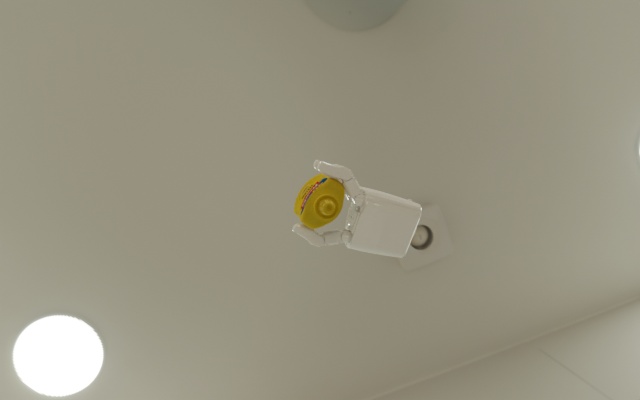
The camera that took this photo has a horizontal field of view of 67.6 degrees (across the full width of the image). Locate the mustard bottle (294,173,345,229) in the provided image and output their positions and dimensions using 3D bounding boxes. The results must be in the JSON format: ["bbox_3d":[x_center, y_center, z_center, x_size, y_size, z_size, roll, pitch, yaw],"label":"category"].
[{"bbox_3d":[0.000,0.003,0.840,0.058,0.096,0.191,38,0,-11],"label":"mustard bottle"}]
